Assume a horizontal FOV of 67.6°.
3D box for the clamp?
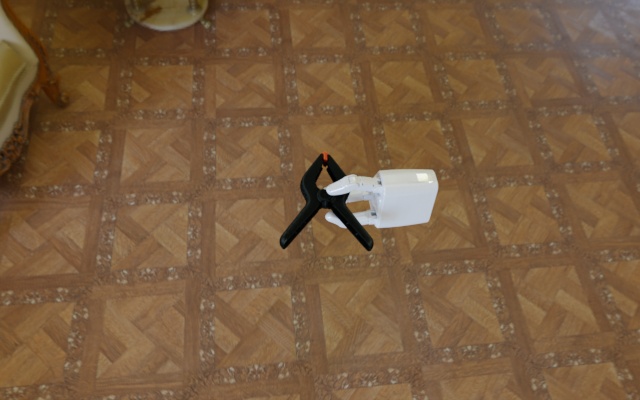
[{"bbox_3d":[0.000,0.002,0.876,0.164,0.209,0.036,-4,-31,-9],"label":"clamp"}]
